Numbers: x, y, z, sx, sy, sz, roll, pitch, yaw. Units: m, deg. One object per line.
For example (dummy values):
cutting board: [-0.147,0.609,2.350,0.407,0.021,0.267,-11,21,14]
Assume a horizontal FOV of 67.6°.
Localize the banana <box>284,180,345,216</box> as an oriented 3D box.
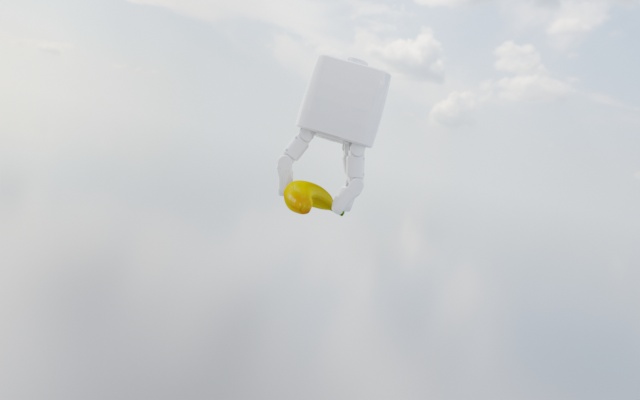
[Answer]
banana: [-0.015,-0.005,0.671,0.069,0.037,0.198,23,6,16]
